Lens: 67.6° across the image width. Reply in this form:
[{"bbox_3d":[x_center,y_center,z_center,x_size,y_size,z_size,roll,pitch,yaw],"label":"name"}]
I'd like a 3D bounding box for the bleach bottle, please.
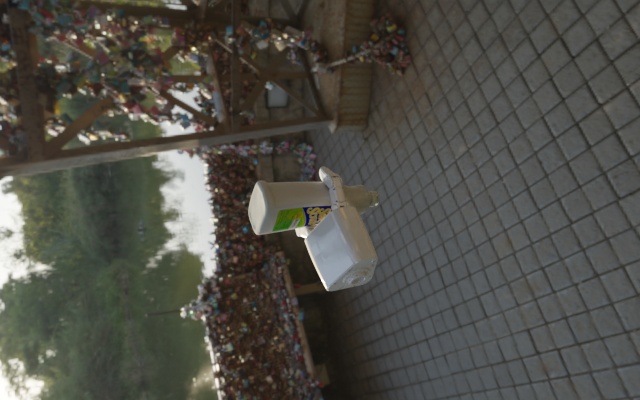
[{"bbox_3d":[0.000,0.003,0.878,0.251,0.068,0.103,-7,-35,-27],"label":"bleach bottle"}]
